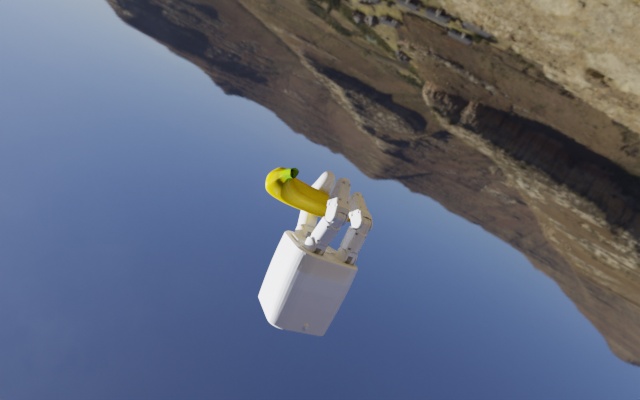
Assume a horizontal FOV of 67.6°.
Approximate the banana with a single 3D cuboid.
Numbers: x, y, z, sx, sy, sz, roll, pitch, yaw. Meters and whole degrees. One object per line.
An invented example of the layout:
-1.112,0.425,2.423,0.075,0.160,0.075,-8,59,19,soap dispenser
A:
-0.017,-0.004,0.622,0.069,0.037,0.198,19,-5,30,banana
